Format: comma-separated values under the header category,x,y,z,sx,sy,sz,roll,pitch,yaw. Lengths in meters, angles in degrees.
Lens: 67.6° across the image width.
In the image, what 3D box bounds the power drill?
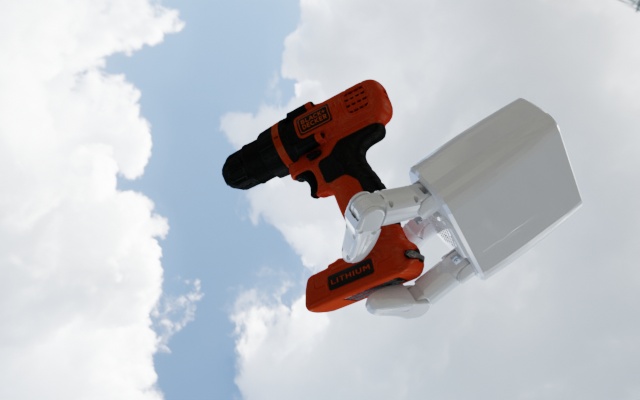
category,x,y,z,sx,sy,sz,roll,pitch,yaw
power drill,0.000,0.002,0.436,0.184,0.187,0.057,-26,-21,21
